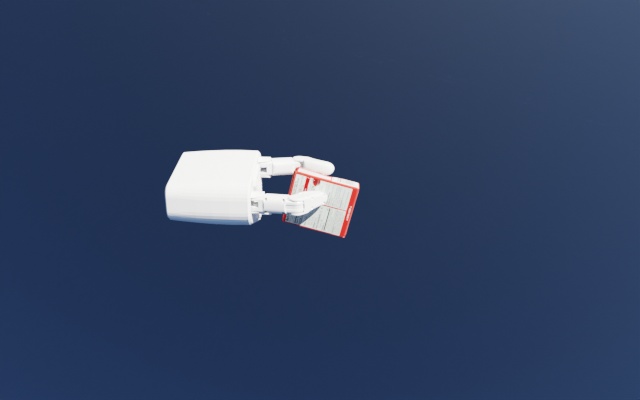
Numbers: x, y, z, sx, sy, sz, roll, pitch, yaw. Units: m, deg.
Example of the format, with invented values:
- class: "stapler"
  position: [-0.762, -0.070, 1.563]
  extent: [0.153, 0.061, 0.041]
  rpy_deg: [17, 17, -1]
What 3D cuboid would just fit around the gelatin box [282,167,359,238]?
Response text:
- class: "gelatin box"
  position: [0.000, 0.002, 0.640]
  extent: [0.089, 0.073, 0.030]
  rpy_deg: [15, 18, 0]
